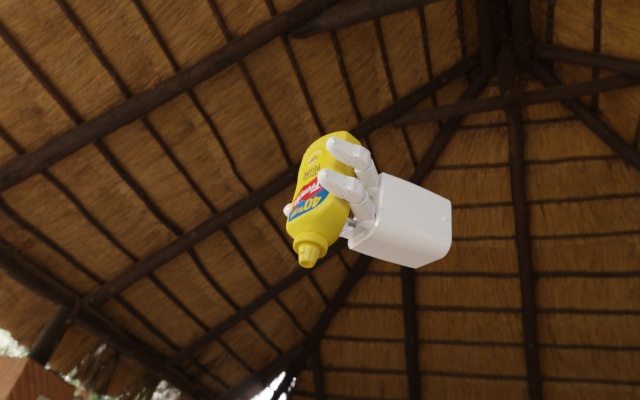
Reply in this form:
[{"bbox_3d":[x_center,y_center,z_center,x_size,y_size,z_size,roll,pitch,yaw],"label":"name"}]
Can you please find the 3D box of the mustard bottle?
[{"bbox_3d":[0.000,0.002,0.615,0.058,0.191,0.096,37,-45,-28],"label":"mustard bottle"}]
